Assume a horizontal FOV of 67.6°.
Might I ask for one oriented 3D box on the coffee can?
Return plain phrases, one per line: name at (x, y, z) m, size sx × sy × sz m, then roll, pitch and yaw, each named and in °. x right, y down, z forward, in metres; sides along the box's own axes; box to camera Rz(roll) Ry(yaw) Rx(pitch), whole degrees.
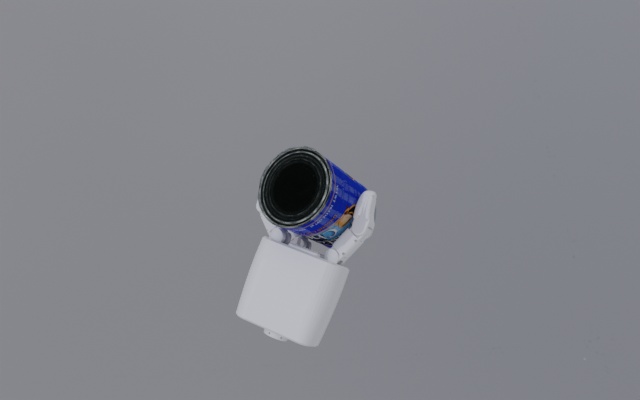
coffee can at (0.000, 0.002, 0.623) m, size 0.103 × 0.102 × 0.140 m, roll 0°, pitch -16°, yaw 29°
